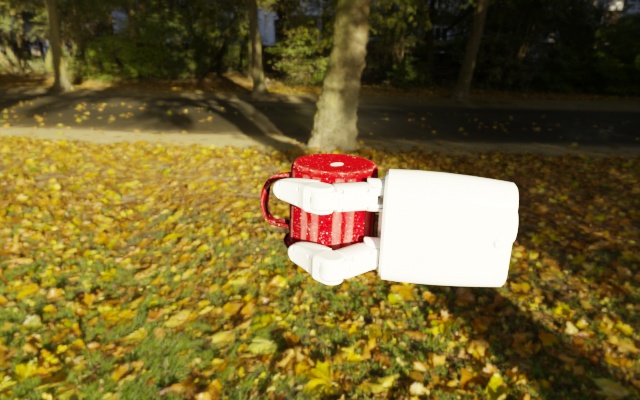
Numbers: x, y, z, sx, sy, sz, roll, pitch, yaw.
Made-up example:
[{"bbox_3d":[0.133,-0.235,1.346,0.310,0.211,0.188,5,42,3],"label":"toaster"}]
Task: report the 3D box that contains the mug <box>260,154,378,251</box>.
[{"bbox_3d":[-0.001,0.001,0.458,0.117,0.081,0.093,5,18,8],"label":"mug"}]
